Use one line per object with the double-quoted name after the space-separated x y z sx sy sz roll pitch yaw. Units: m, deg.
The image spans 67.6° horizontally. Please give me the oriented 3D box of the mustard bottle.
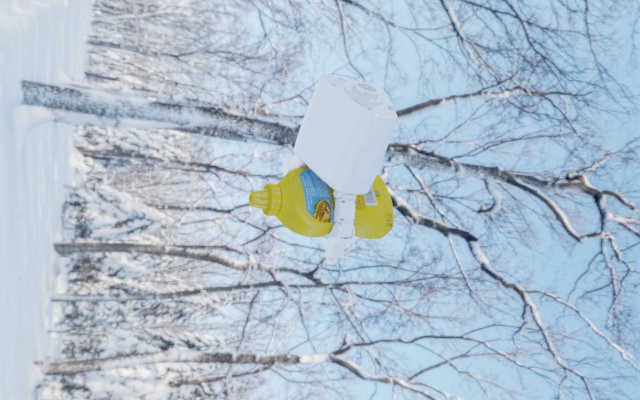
0.000 0.002 0.627 0.191 0.096 0.058 3 -31 -27 "mustard bottle"
